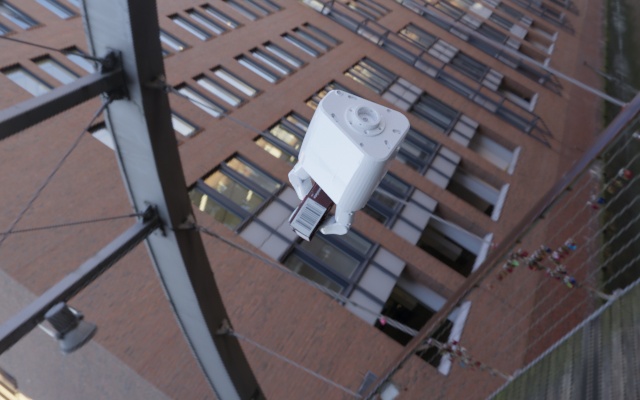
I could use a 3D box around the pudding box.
[{"bbox_3d":[0.000,0.002,0.694,0.039,0.113,0.090,35,-7,6],"label":"pudding box"}]
